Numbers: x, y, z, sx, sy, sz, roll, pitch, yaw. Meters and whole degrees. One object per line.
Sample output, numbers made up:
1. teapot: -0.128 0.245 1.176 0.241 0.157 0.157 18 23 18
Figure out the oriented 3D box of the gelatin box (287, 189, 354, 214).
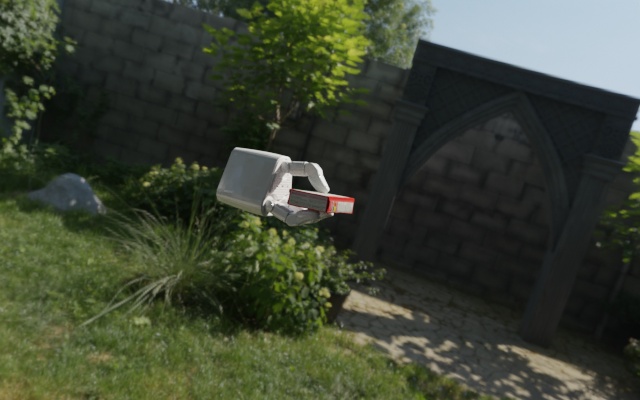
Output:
1. gelatin box: 0.000 0.002 0.807 0.089 0.030 0.073 11 3 38
